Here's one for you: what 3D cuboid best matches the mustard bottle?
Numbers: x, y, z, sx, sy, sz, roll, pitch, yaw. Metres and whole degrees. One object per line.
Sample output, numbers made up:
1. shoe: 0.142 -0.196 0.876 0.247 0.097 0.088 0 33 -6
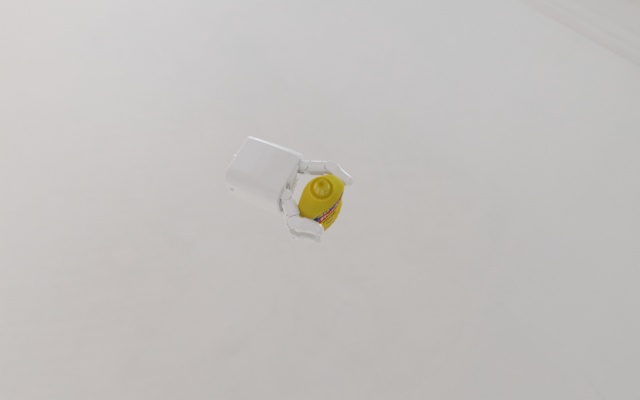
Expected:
1. mustard bottle: 0.000 0.003 0.846 0.096 0.058 0.192 -42 -13 -13
